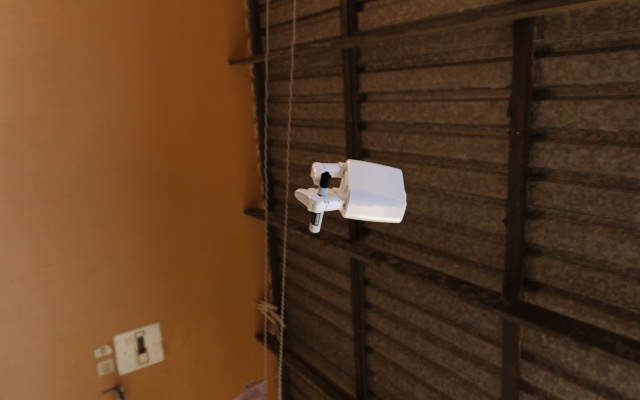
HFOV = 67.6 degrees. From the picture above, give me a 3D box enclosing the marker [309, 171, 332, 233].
[{"bbox_3d":[0.000,0.003,0.842,0.020,0.121,0.020,9,31,-6],"label":"marker"}]
